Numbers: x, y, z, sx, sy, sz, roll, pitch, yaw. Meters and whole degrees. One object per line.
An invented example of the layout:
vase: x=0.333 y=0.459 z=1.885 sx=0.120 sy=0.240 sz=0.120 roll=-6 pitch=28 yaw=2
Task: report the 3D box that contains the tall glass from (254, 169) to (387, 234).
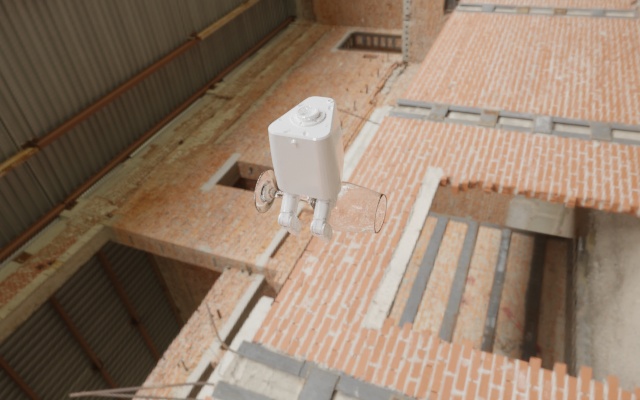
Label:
tall glass: x=0.000 y=0.002 z=0.757 sx=0.201 sy=0.079 sz=0.079 roll=11 pitch=4 yaw=21
